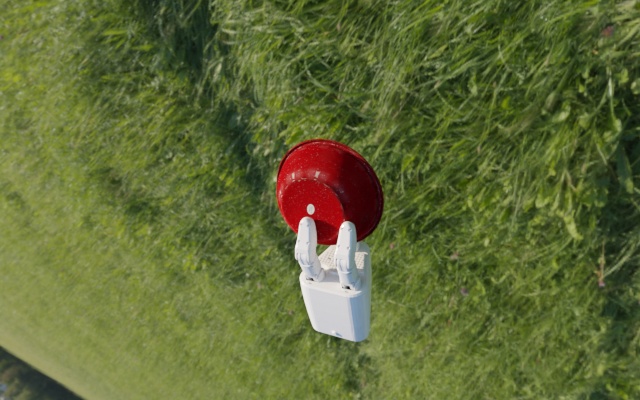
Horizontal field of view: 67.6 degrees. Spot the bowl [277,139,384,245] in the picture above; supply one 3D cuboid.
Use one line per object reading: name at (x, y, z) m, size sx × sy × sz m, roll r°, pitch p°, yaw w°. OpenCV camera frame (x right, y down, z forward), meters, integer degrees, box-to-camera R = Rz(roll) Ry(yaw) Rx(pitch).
bowl at (0.000, 0.001, 0.639) m, size 0.162 × 0.162 × 0.055 m, roll 0°, pitch 25°, yaw 27°
